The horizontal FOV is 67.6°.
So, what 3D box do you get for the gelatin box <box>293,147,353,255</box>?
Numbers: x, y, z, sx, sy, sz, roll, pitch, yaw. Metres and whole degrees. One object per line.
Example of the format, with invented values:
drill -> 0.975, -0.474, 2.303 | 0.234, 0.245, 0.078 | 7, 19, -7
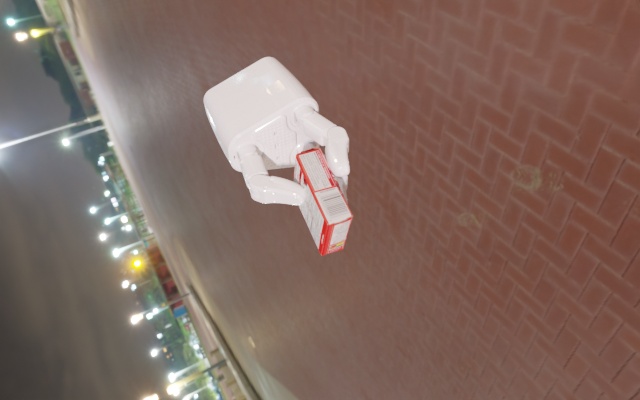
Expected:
gelatin box -> 0.000, 0.002, 0.495 | 0.030, 0.089, 0.073 | -17, -27, -15
